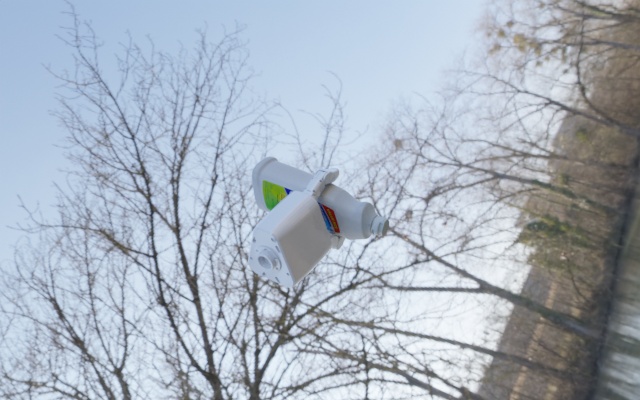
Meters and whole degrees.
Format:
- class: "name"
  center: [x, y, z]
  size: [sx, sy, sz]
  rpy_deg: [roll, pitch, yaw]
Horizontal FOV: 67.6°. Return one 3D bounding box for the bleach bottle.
- class: "bleach bottle"
  center: [0.000, 0.003, 0.828]
  size: [0.251, 0.103, 0.068]
  rpy_deg: [18, 40, 27]
